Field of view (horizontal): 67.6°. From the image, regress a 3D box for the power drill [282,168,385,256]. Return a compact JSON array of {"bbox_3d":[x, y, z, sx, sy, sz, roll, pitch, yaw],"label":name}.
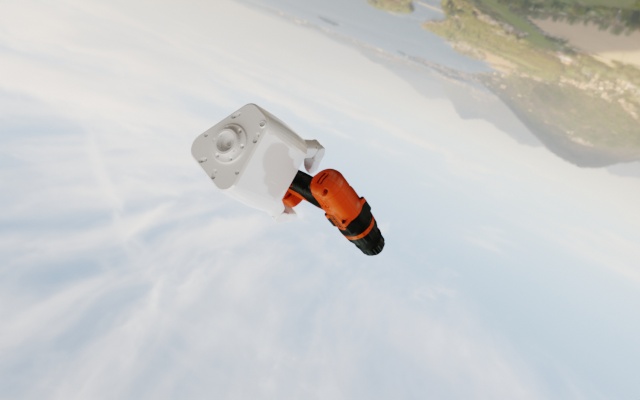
[{"bbox_3d":[0.000,0.002,0.713,0.187,0.057,0.184,22,-22,42],"label":"power drill"}]
